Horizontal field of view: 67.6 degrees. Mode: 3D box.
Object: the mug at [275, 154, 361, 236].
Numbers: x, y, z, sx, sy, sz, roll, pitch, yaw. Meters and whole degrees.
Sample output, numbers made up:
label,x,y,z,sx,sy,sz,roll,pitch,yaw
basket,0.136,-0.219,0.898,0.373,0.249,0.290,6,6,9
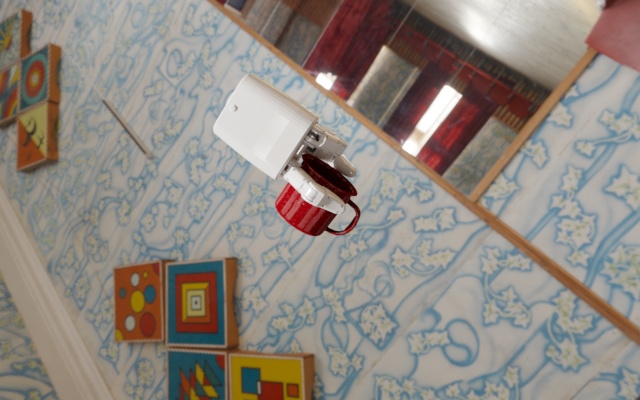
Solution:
label,x,y,z,sx,sy,sz,roll,pitch,yaw
mug,0.001,0.003,0.661,0.117,0.081,0.093,37,16,1
